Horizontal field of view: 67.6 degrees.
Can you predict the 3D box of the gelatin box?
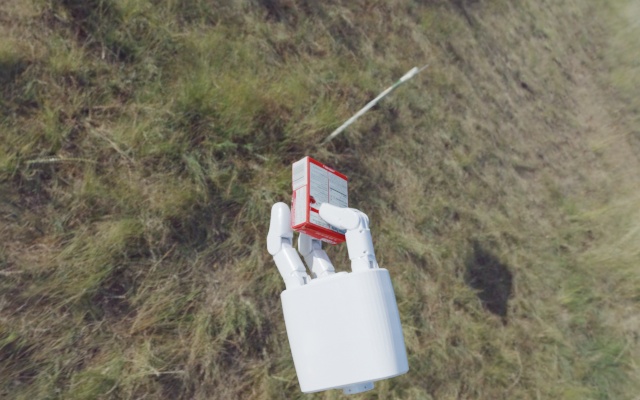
[{"bbox_3d":[0.000,0.001,0.572,0.030,0.089,0.073,-22,-32,38],"label":"gelatin box"}]
